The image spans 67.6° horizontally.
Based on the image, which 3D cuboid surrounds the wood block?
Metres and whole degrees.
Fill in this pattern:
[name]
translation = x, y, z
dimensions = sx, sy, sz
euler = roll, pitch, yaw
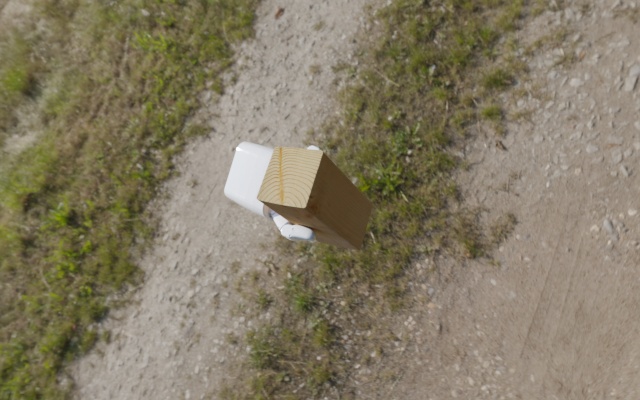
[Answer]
[wood block]
translation = 0.000, 0.003, 0.770
dimensions = 0.090, 0.090, 0.206
euler = 9, -17, 31
